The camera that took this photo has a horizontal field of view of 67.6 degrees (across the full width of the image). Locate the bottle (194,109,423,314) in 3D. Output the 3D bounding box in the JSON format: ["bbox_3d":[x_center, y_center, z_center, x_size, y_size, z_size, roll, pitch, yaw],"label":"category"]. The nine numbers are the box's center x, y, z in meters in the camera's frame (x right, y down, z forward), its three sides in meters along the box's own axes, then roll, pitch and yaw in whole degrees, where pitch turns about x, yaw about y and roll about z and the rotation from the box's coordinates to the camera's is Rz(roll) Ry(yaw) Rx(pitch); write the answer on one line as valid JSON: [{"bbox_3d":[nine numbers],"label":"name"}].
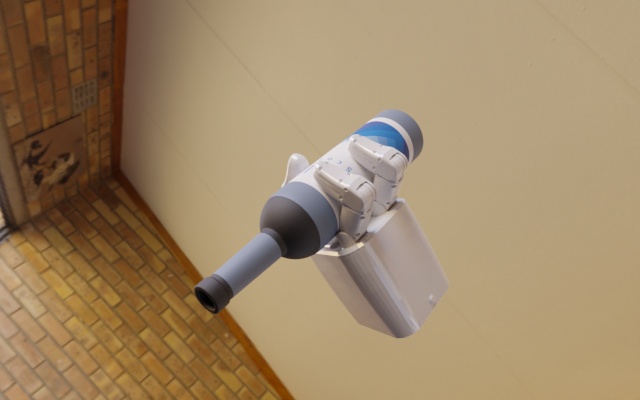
[{"bbox_3d":[0.000,0.001,0.456,0.069,0.069,0.295,0,31,44],"label":"bottle"}]
